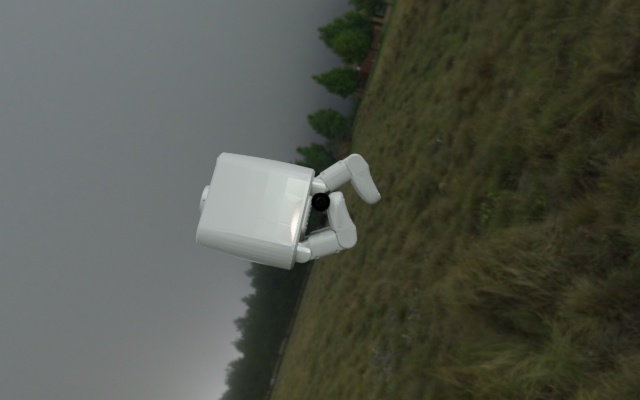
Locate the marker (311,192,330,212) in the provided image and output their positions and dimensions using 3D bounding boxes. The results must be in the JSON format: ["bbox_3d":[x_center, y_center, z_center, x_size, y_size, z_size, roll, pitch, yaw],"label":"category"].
[{"bbox_3d":[0.000,0.002,0.514,0.020,0.020,0.121,0,0,0],"label":"marker"}]
